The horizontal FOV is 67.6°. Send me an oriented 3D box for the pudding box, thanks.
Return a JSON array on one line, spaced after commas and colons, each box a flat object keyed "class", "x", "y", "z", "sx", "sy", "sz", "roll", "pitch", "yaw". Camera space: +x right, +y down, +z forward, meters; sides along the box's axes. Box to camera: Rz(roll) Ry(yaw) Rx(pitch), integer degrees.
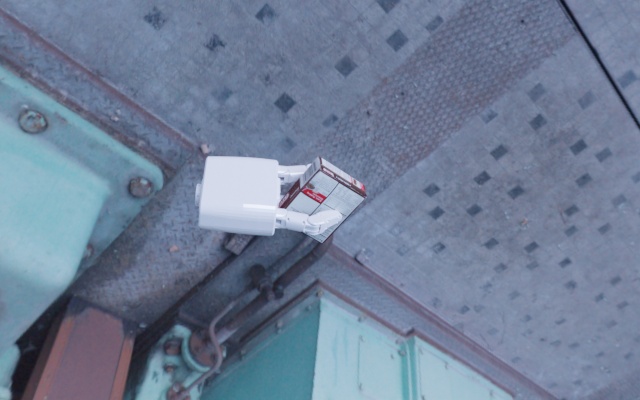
[{"class": "pudding box", "x": 0.000, "y": 0.002, "z": 0.717, "sx": 0.090, "sy": 0.113, "sz": 0.039, "roll": 30, "pitch": 30, "yaw": -23}]
